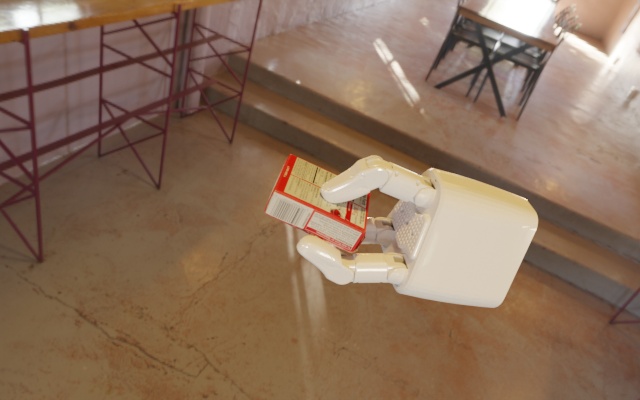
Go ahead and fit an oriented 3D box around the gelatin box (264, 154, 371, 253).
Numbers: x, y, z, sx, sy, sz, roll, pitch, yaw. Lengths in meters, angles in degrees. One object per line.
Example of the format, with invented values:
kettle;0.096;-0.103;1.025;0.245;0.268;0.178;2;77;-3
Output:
gelatin box;0.000;0.001;0.437;0.089;0.030;0.073;25;31;-7
